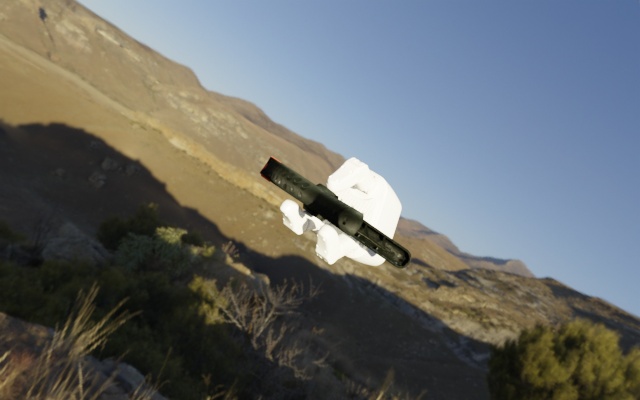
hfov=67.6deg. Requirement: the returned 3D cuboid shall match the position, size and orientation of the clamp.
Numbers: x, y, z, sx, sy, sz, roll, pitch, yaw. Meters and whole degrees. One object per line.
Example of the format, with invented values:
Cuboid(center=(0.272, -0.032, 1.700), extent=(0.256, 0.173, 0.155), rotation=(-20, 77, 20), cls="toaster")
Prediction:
Cuboid(center=(0.000, 0.001, 0.544), extent=(0.210, 0.036, 0.165), rotation=(34, -2, 27), cls="clamp")
